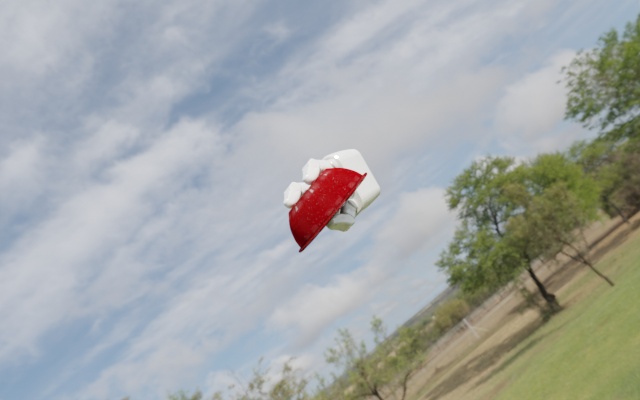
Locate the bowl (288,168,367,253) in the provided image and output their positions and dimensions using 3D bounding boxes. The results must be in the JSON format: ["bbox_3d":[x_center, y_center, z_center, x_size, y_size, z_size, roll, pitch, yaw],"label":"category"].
[{"bbox_3d":[0.000,0.002,0.735,0.055,0.162,0.162,40,-1,-1],"label":"bowl"}]
